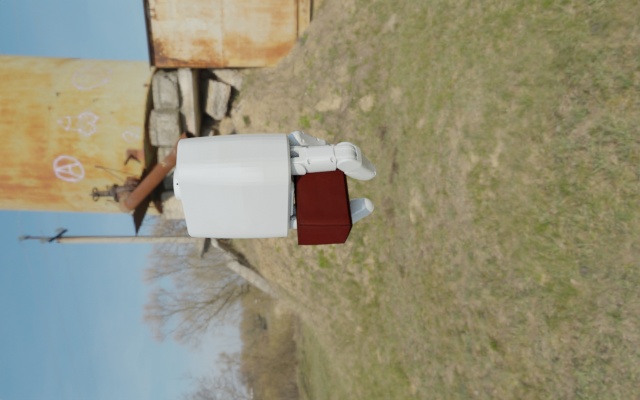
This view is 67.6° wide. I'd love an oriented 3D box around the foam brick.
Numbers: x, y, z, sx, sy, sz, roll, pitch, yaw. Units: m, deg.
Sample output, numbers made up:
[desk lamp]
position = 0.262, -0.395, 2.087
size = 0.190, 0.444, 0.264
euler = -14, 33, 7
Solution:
[foam brick]
position = 0.000, 0.002, 0.489
size = 0.051, 0.078, 0.053
euler = -2, -27, -7
